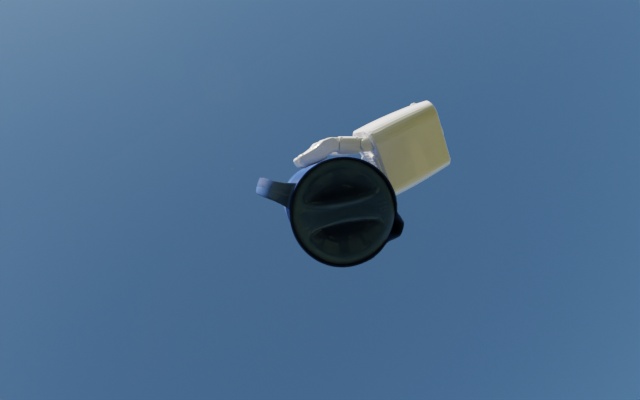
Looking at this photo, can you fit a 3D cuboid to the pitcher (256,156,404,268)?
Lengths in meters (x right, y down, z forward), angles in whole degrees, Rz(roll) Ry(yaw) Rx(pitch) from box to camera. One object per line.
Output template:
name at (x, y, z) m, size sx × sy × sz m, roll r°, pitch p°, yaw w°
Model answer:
pitcher at (0.000, 0.002, 0.678) m, size 0.145 × 0.149 × 0.243 m, roll -30°, pitch 9°, yaw -7°
